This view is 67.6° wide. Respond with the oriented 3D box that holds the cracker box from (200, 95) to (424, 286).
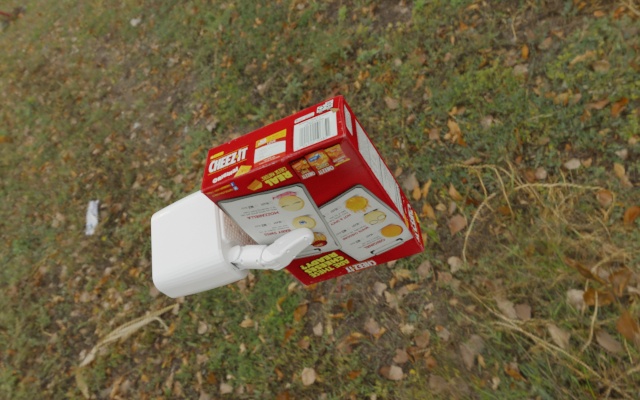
[{"bbox_3d":[0.000,0.002,0.536,0.164,0.072,0.214,-19,-43,21],"label":"cracker box"}]
